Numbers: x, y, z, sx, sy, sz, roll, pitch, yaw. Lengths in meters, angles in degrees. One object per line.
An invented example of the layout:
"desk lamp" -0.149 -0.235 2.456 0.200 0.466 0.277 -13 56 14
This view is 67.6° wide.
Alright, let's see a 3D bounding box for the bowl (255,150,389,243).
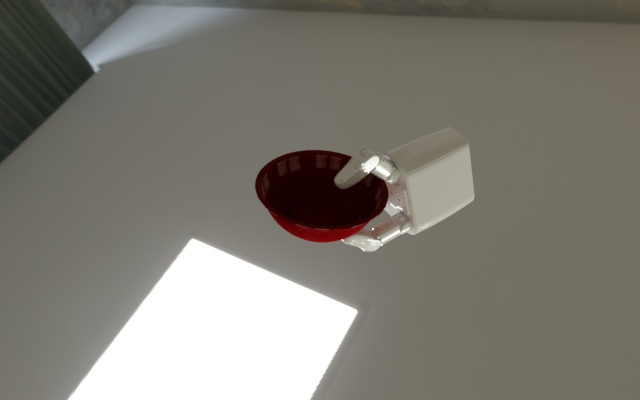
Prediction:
"bowl" -0.001 0.002 0.593 0.162 0.055 0.162 4 37 -3
